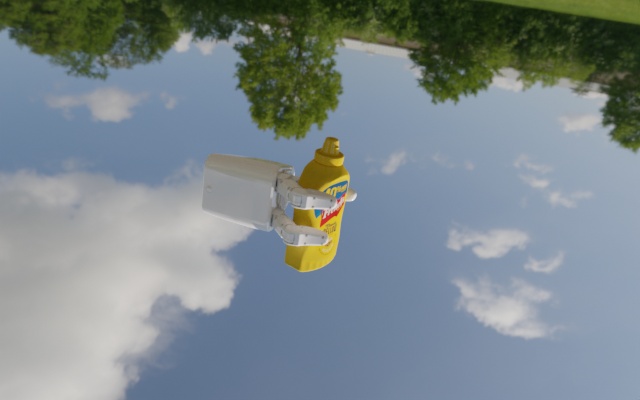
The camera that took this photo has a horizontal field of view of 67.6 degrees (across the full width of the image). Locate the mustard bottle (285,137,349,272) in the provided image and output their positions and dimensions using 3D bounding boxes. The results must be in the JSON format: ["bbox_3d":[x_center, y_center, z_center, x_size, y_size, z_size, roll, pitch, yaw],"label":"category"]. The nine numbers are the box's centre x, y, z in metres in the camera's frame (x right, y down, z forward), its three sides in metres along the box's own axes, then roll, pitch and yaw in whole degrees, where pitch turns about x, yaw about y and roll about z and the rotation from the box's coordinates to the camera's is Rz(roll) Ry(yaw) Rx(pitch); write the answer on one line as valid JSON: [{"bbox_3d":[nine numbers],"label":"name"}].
[{"bbox_3d":[0.000,0.003,0.685,0.058,0.192,0.096,25,27,31],"label":"mustard bottle"}]
